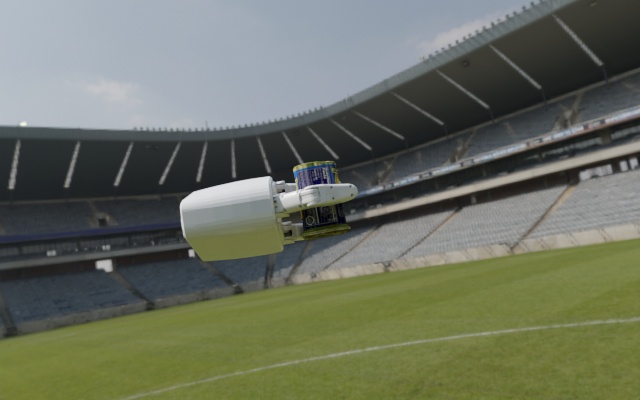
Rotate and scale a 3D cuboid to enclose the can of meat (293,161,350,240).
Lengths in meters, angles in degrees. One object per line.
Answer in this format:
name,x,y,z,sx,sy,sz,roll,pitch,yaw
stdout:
can of meat,0.000,0.002,0.593,0.057,0.084,0.102,-10,-7,-1
